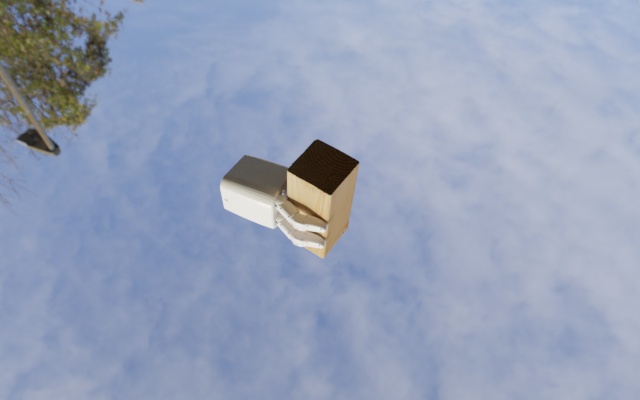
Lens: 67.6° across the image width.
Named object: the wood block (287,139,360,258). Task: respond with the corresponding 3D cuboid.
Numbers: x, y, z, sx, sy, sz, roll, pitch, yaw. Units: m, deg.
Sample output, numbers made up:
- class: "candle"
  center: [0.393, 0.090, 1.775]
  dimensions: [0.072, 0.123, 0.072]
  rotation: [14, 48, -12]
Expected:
- class: "wood block"
  center: [0.000, 0.003, 0.863]
  dimensions: [0.090, 0.090, 0.206]
  rotation: [30, -31, 17]
